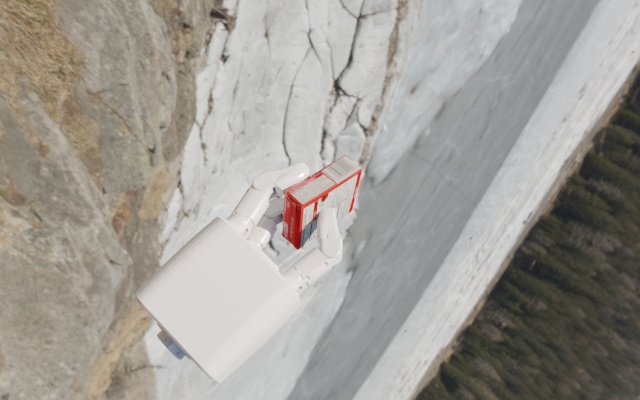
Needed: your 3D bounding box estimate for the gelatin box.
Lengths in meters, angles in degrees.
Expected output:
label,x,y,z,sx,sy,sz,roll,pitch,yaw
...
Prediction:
label,x,y,z,sx,sy,sz,roll,pitch,yaw
gelatin box,0.001,0.002,0.513,0.089,0.073,0.030,-33,61,-29
